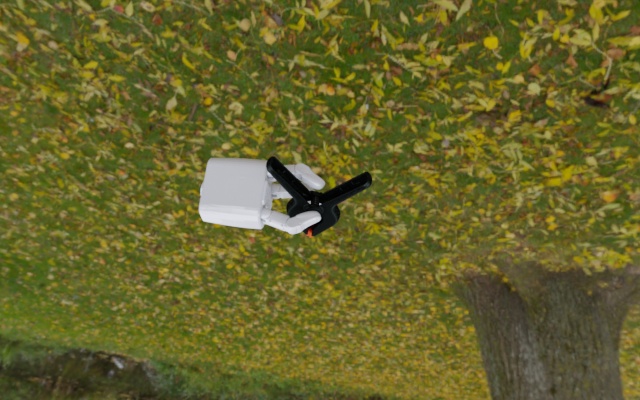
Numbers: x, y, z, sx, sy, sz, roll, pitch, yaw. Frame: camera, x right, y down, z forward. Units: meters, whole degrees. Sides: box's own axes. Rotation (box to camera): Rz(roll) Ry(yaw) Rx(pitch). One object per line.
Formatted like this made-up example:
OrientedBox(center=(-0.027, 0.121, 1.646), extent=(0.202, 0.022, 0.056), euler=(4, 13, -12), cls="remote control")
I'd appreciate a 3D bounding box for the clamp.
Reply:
OrientedBox(center=(0.000, 0.004, 0.806), extent=(0.164, 0.036, 0.210), euler=(7, -33, 6), cls="clamp")
